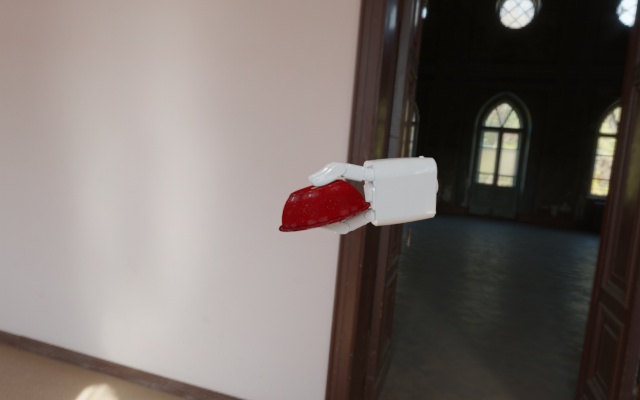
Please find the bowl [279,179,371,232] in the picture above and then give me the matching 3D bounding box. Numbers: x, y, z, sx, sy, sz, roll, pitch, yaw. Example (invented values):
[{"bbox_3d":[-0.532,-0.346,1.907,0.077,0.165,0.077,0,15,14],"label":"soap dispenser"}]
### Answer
[{"bbox_3d":[-0.001,0.003,0.801,0.162,0.055,0.162,-16,7,2],"label":"bowl"}]
